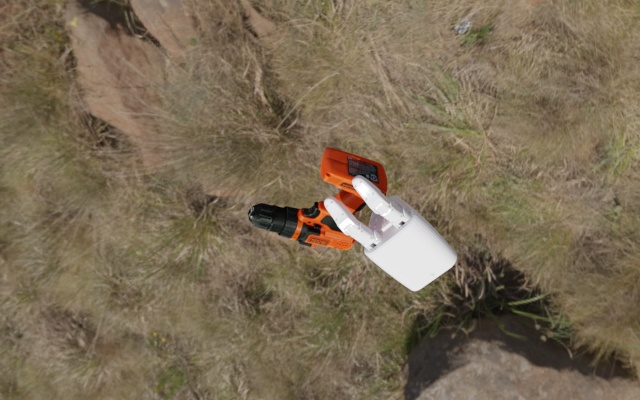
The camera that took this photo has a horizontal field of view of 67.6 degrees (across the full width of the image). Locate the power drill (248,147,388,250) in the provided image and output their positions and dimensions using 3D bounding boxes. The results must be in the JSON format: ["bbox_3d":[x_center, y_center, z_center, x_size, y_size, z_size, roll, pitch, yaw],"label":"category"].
[{"bbox_3d":[0.001,0.002,0.728,0.184,0.057,0.188,14,-39,-21],"label":"power drill"}]
